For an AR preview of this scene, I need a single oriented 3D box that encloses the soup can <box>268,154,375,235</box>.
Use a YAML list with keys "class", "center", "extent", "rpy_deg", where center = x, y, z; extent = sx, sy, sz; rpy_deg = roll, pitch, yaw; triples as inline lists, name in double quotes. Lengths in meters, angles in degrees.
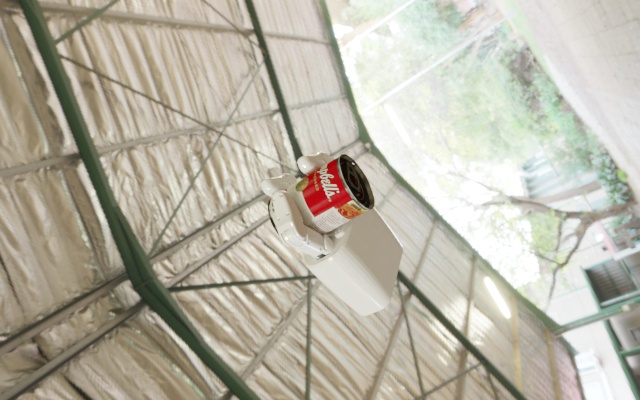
- class: "soup can"
  center: [0.000, 0.002, 0.536]
  extent: [0.102, 0.068, 0.068]
  rpy_deg: [-29, -13, 25]
